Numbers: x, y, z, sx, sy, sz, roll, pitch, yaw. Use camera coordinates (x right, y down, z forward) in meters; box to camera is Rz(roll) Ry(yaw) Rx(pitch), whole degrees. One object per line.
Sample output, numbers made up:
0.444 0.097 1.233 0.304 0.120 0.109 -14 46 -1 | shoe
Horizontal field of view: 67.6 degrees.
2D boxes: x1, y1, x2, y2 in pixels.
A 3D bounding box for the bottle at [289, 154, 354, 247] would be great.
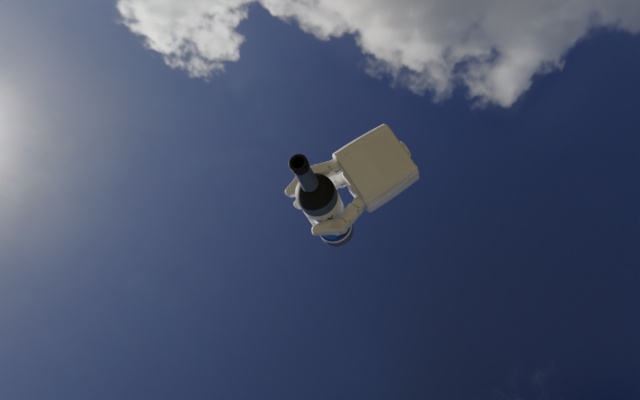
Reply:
0.000 0.003 0.807 0.069 0.069 0.296 0 -23 14 | bottle
